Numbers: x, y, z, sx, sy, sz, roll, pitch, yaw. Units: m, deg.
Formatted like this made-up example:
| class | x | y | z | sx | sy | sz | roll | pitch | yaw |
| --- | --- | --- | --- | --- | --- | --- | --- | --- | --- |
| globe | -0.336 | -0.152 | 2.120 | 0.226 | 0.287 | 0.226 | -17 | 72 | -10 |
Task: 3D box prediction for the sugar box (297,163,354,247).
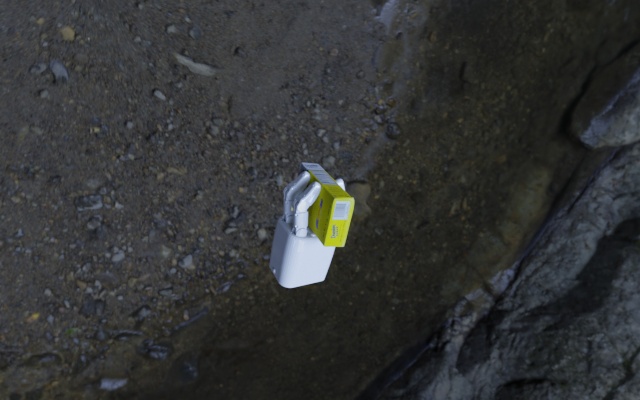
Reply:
| class | x | y | z | sx | sy | sz | roll | pitch | yaw |
| --- | --- | --- | --- | --- | --- | --- | --- | --- | --- |
| sugar box | 0.000 | 0.003 | 0.875 | 0.048 | 0.093 | 0.176 | 2 | 23 | -26 |
